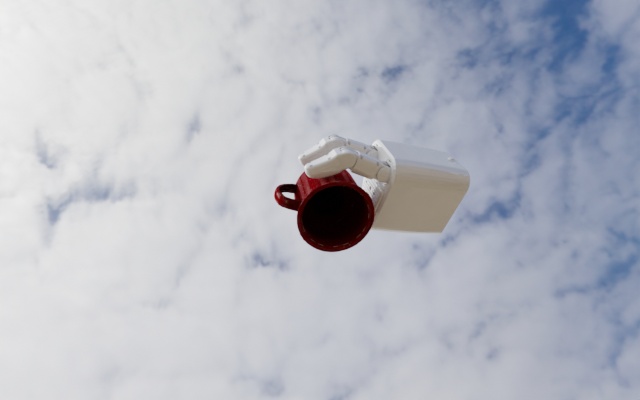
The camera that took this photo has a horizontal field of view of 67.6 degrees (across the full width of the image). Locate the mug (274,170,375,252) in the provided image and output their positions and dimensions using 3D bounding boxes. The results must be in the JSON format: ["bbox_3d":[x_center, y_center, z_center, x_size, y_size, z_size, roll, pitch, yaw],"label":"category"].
[{"bbox_3d":[-0.001,0.002,0.588,0.117,0.093,0.081,8,24,-15],"label":"mug"}]
